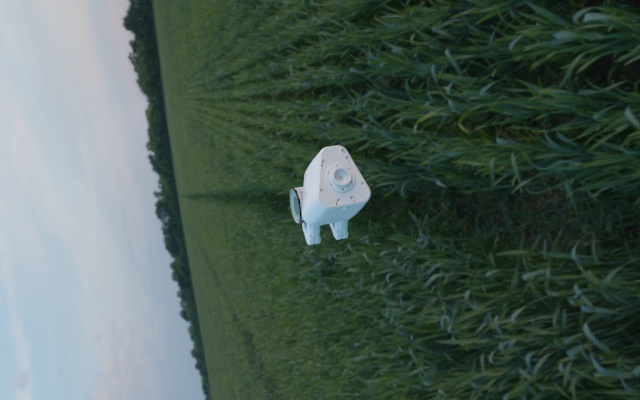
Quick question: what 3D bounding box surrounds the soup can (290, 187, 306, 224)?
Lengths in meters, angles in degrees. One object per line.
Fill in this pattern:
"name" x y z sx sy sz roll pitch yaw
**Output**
"soup can" 0.000 0.003 0.896 0.102 0.068 0.068 -10 3 -17
